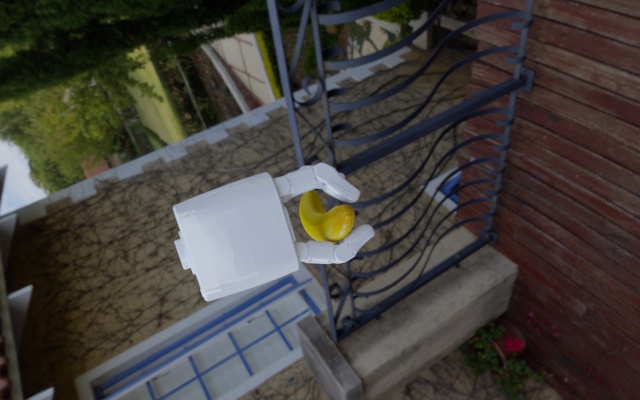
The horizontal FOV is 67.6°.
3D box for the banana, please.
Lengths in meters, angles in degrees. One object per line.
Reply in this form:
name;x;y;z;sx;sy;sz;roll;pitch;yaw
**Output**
banana;0.001;0.019;0.597;0.037;0.070;0.197;-11;16;-13
